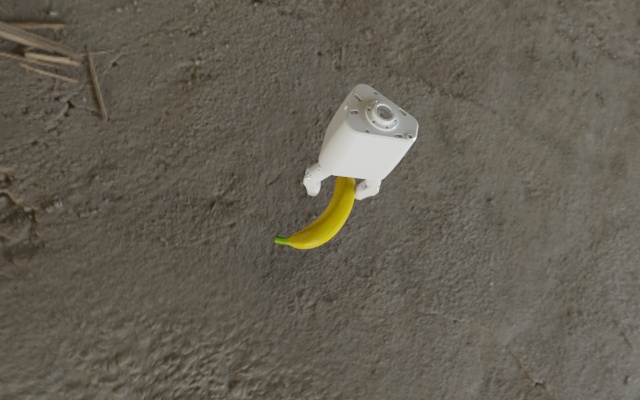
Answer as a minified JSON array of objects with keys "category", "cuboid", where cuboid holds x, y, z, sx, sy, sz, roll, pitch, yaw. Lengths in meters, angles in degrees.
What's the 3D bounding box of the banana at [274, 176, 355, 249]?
[{"category":"banana","cuboid":[0.012,0.017,0.783,0.197,0.069,0.037,-46,-5,-32]}]
